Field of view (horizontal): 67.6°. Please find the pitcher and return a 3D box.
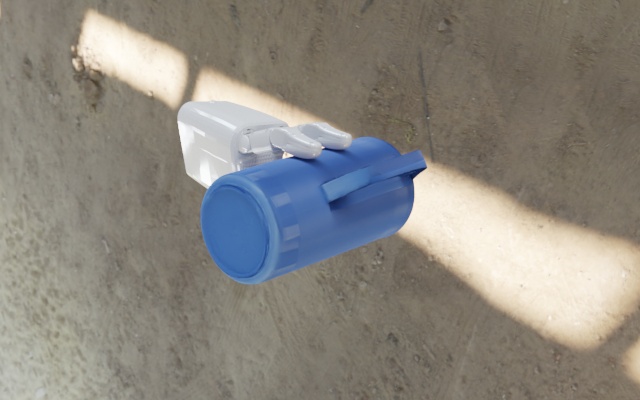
[{"bbox_3d":[0.000,0.002,0.527,0.145,0.149,0.243,29,28,30],"label":"pitcher"}]
